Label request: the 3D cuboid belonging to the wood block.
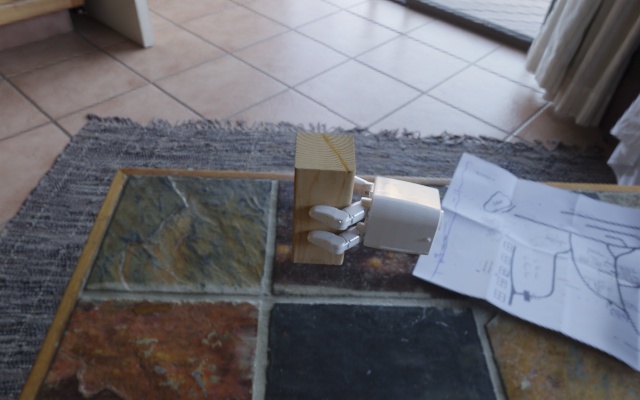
[{"bbox_3d":[0.001,0.002,0.770,0.090,0.206,0.090,3,43,-2],"label":"wood block"}]
